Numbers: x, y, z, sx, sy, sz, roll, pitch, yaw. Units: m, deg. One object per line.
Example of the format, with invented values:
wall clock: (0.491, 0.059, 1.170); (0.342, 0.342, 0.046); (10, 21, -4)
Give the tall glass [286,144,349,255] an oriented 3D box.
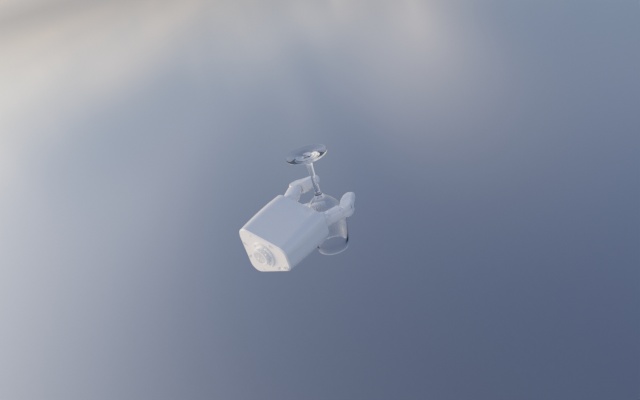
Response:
tall glass: (0.000, 0.002, 0.874); (0.079, 0.201, 0.079); (-13, 29, 7)
